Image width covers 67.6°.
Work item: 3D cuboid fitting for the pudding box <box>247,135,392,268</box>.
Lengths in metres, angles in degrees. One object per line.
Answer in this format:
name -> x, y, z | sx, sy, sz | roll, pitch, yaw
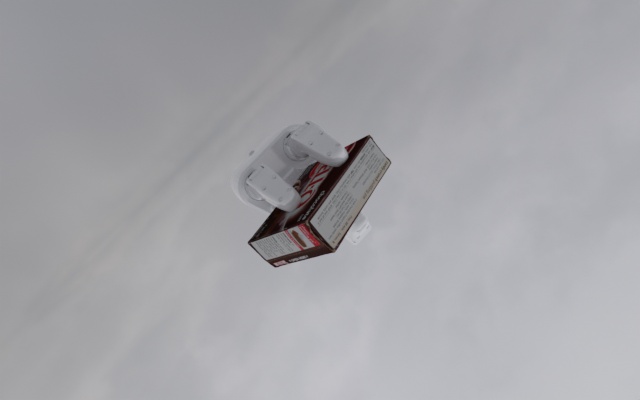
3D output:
pudding box -> 0.000, 0.001, 0.413 | 0.039, 0.113, 0.090 | 45, -37, -17
